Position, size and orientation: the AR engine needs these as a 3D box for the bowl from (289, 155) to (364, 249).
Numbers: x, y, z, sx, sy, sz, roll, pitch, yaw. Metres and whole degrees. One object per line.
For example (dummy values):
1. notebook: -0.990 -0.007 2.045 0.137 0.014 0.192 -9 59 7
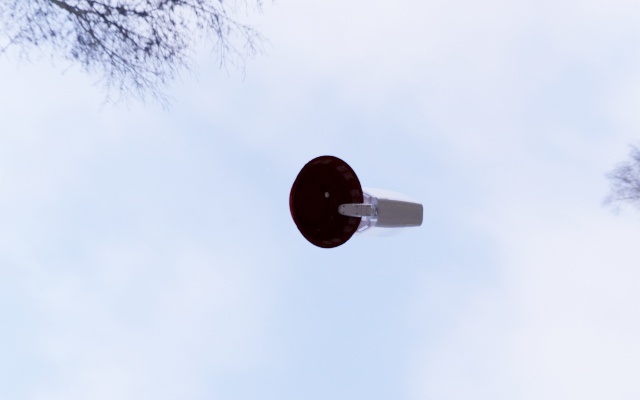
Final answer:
1. bowl: -0.001 0.002 0.840 0.162 0.162 0.055 0 -1 -39
